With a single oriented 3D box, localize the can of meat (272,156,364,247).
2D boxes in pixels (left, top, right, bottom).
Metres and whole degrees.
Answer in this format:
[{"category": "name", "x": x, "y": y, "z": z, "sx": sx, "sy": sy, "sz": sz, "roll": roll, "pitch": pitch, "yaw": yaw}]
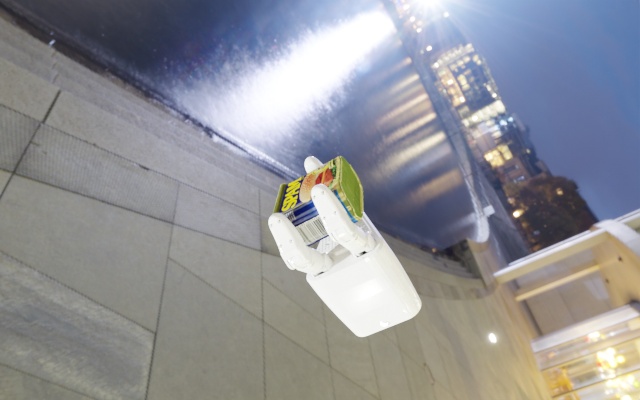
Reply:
[{"category": "can of meat", "x": 0.000, "y": 0.002, "z": 0.539, "sx": 0.084, "sy": 0.057, "sz": 0.102, "roll": -27, "pitch": 24, "yaw": 17}]
